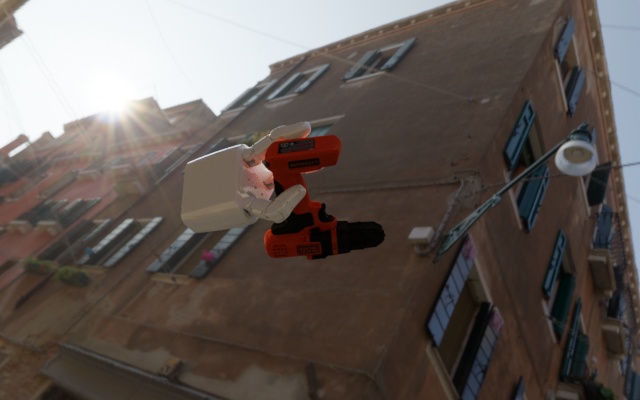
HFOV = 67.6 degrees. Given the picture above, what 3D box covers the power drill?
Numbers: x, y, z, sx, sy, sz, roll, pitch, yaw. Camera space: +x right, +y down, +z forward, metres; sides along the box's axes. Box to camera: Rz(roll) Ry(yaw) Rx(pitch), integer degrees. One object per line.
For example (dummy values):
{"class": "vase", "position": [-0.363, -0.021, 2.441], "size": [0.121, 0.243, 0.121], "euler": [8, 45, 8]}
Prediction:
{"class": "power drill", "position": [0.000, 0.002, 0.693], "size": [0.184, 0.188, 0.057], "euler": [-7, 30, 0]}
